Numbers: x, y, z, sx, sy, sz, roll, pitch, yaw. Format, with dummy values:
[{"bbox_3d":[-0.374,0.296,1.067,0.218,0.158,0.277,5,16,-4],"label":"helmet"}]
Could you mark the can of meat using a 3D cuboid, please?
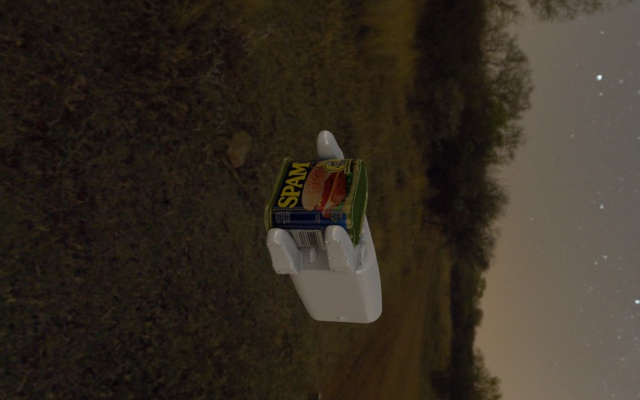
[{"bbox_3d":[0.000,0.001,0.481,0.084,0.057,0.102,0,42,15],"label":"can of meat"}]
